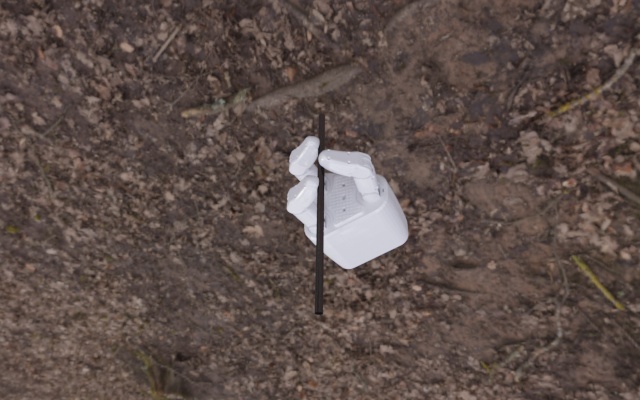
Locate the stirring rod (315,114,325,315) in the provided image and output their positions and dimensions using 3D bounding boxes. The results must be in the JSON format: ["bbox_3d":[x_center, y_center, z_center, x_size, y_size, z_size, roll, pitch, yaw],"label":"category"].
[{"bbox_3d":[0.000,0.002,0.500,0.011,0.239,0.011,1,-32,0],"label":"stirring rod"}]
